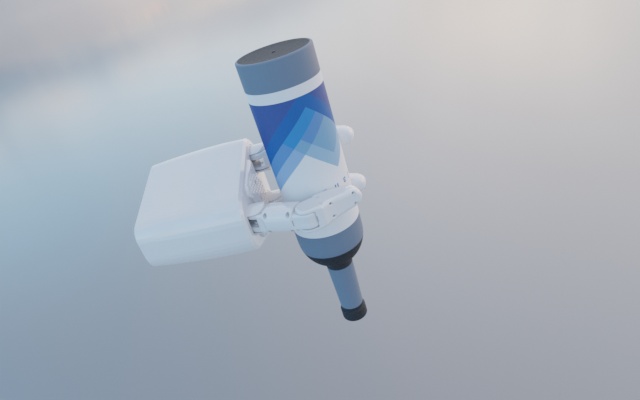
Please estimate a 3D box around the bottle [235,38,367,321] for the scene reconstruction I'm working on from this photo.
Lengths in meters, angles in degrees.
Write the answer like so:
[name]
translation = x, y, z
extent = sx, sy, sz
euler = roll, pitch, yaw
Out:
[bottle]
translation = 0.000, 0.001, 0.459
extent = 0.069, 0.296, 0.069
euler = -13, 29, 8
